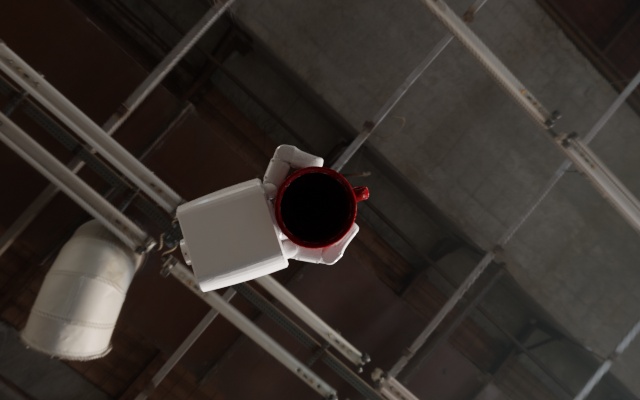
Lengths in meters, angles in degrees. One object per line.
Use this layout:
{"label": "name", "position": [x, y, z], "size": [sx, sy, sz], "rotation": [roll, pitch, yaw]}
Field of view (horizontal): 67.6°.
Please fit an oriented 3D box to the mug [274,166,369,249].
{"label": "mug", "position": [0.001, 0.001, 0.573], "size": [0.117, 0.093, 0.081], "rotation": [-17, 7, -8]}
